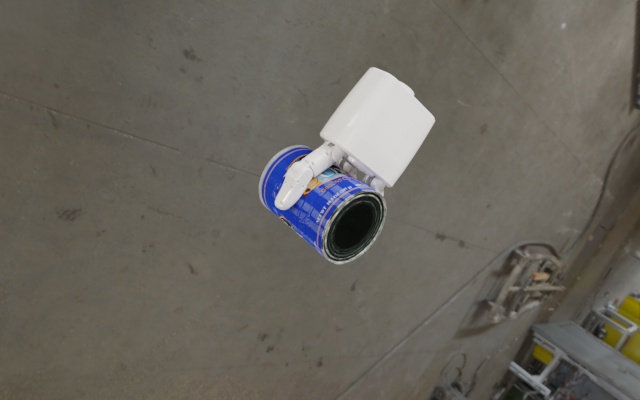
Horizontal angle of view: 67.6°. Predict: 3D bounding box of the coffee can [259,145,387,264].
[{"bbox_3d":[0.000,0.002,0.618,0.103,0.103,0.140,0,27,-43],"label":"coffee can"}]
